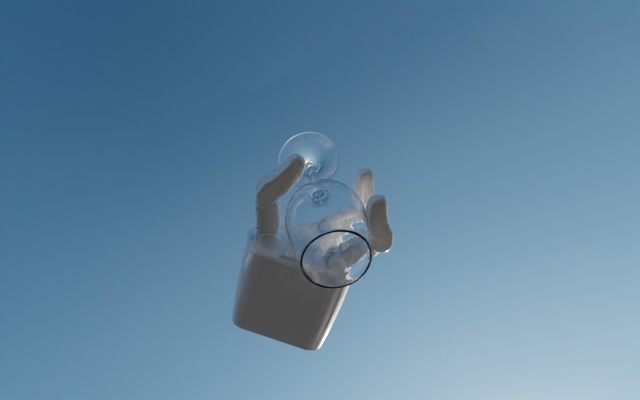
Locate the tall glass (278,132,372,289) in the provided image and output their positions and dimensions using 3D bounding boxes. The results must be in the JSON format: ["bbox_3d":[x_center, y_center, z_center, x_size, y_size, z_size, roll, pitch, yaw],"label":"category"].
[{"bbox_3d":[0.000,0.001,0.486,0.079,0.079,0.201,0,29,-9],"label":"tall glass"}]
